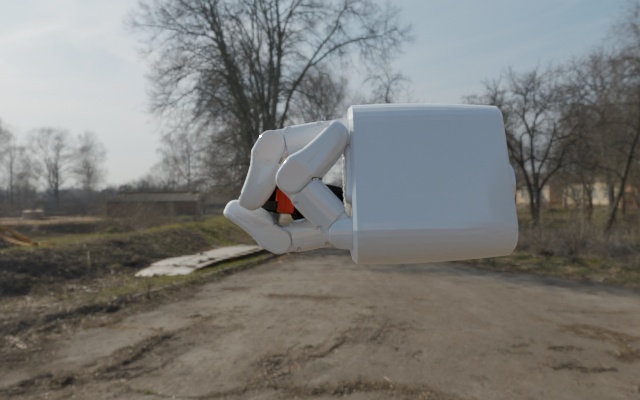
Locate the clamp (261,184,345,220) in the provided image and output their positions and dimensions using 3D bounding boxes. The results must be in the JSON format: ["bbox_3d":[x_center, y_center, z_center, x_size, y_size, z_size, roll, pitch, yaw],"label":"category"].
[{"bbox_3d":[0.000,0.001,0.432,0.120,0.039,0.171,-2,0,2],"label":"clamp"}]
